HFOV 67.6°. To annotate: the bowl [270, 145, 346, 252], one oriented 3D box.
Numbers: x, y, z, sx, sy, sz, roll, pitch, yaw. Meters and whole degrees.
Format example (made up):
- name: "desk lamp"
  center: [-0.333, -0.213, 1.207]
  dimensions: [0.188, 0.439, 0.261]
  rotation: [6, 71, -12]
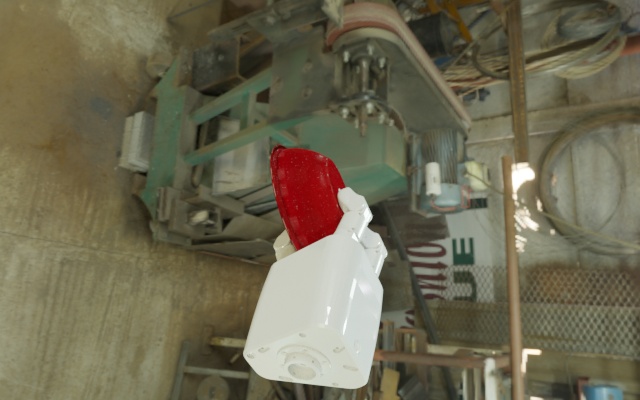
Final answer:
- name: "bowl"
  center: [0.000, 0.001, 0.568]
  dimensions: [0.055, 0.162, 0.162]
  rotation: [-19, -5, 13]
